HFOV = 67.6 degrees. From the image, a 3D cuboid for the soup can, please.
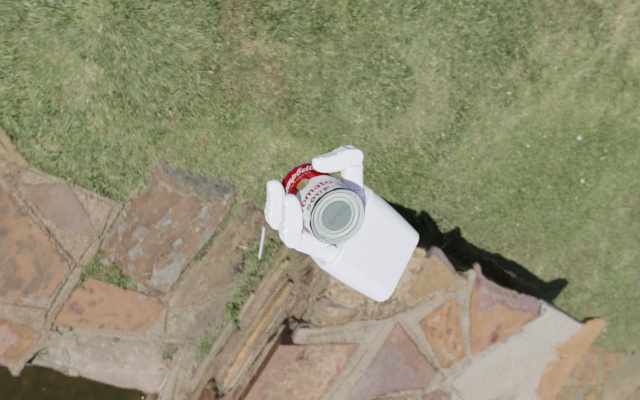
[{"bbox_3d":[0.000,0.002,0.561,0.068,0.068,0.102,0,20,-24],"label":"soup can"}]
